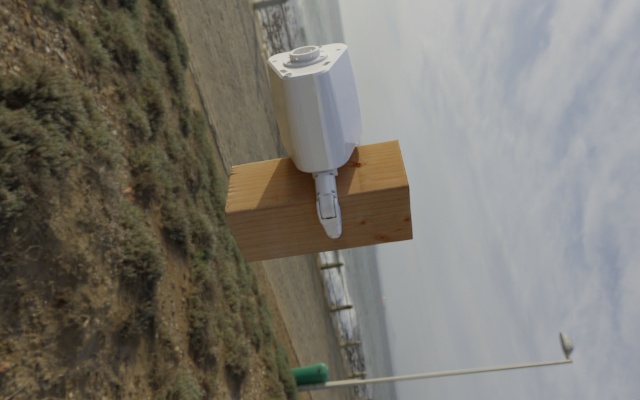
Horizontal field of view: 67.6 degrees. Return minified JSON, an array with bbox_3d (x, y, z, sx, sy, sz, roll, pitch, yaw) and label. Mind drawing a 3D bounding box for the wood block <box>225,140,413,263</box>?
[{"bbox_3d":[0.000,0.002,0.580,0.206,0.090,0.090,-9,44,6],"label":"wood block"}]
